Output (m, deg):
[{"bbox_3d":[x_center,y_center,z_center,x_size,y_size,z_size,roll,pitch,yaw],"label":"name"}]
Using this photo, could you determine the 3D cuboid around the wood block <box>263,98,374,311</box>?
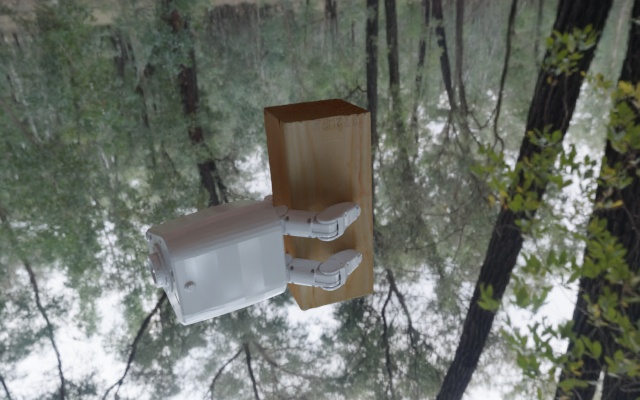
[{"bbox_3d":[0.000,0.002,0.524,0.090,0.206,0.090,-11,24,-17],"label":"wood block"}]
